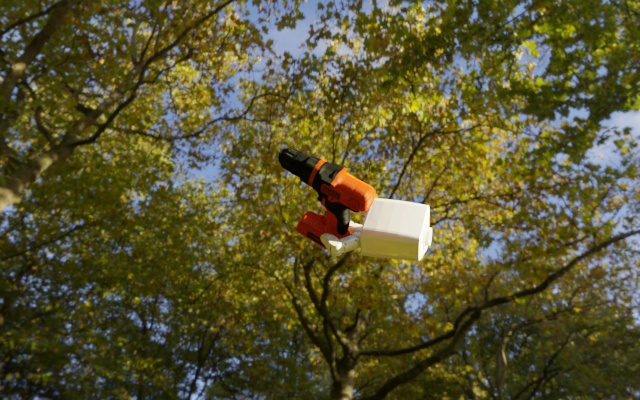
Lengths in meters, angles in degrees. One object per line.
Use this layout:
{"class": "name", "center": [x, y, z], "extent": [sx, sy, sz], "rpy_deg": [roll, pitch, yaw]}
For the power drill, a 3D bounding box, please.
{"class": "power drill", "center": [0.000, 0.003, 0.867], "extent": [0.184, 0.057, 0.188], "rpy_deg": [30, -34, 15]}
